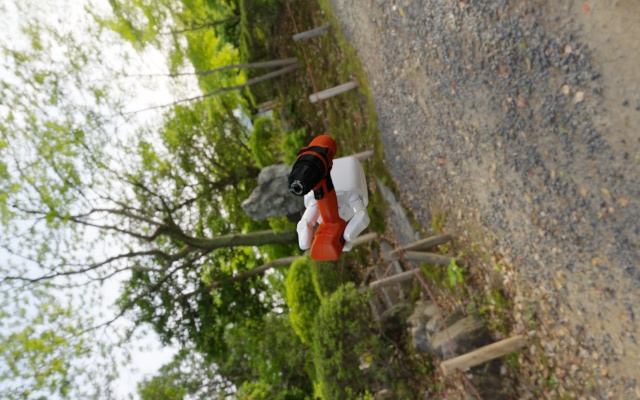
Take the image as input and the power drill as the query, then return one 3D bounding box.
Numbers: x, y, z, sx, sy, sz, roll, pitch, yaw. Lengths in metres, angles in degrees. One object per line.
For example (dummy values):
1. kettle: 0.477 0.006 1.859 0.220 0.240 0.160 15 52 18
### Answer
1. power drill: 0.000 0.003 0.791 0.057 0.188 0.184 -1 27 18
